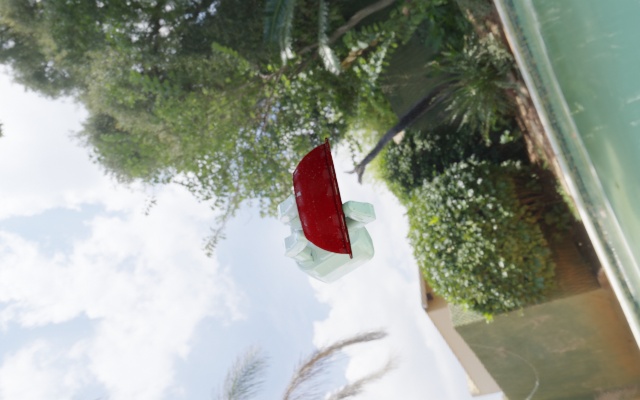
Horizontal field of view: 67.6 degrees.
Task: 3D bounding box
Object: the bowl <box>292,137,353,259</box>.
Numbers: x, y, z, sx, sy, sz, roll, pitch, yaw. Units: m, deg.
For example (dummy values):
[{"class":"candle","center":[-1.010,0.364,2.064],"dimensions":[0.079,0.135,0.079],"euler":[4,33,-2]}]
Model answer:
[{"class":"bowl","center":[-0.001,0.001,0.623],"dimensions":[0.055,0.162,0.162],"euler":[-12,-1,3]}]
